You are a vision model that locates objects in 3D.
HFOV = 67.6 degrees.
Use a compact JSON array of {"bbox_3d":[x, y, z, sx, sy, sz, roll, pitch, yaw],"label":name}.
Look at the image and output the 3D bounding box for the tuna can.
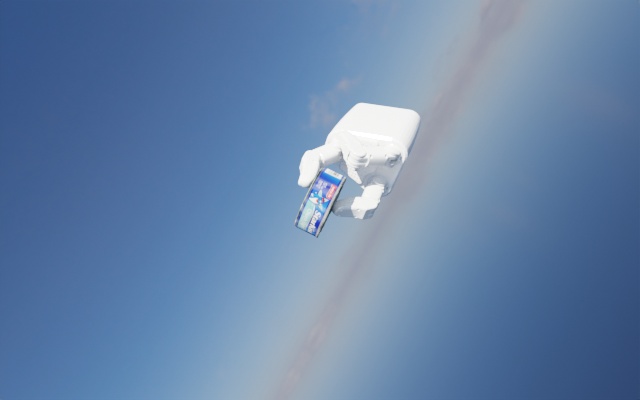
[{"bbox_3d":[0.000,0.002,0.606,0.034,0.086,0.086,26,2,3],"label":"tuna can"}]
